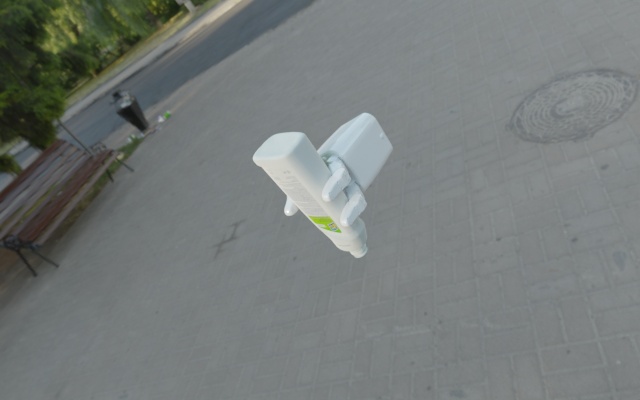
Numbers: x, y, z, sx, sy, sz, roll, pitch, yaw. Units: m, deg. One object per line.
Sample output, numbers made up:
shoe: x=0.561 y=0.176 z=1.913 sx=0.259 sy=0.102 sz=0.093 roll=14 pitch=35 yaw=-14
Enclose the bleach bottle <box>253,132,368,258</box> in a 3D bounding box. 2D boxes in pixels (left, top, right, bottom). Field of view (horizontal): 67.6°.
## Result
bleach bottle: x=0.000 y=0.003 z=0.791 sx=0.102 sy=0.068 sz=0.251 roll=6 pitch=-40 yaw=50
